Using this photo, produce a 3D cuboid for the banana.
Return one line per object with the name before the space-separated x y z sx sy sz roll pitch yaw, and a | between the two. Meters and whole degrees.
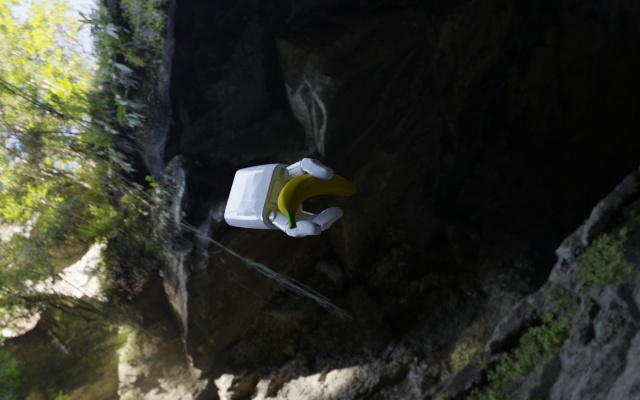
banana | -0.010 -0.013 0.775 0.037 0.069 0.197 -27 1 39
